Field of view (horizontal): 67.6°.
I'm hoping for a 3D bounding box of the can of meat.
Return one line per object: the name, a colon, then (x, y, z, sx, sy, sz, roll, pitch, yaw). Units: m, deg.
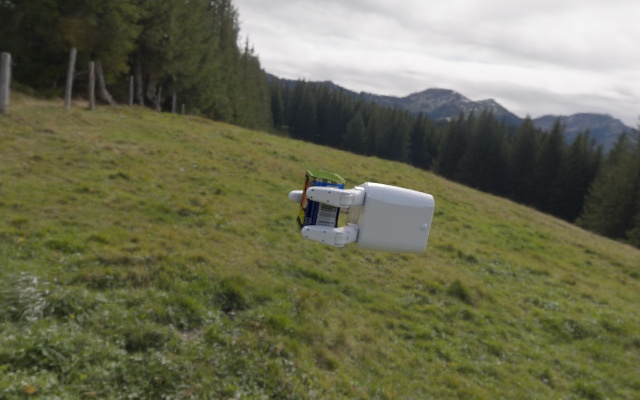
can of meat: (0.000, 0.002, 0.710, 0.057, 0.084, 0.102, 9, 10, -9)
